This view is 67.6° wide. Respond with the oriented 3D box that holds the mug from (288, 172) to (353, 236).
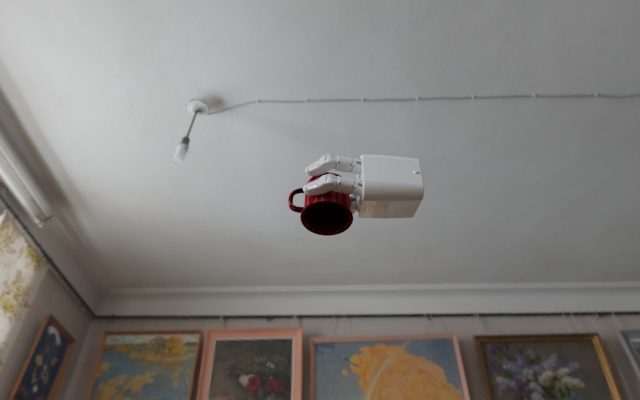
[{"bbox_3d":[-0.001,0.003,0.864,0.117,0.081,0.093,4,-44,-2],"label":"mug"}]
